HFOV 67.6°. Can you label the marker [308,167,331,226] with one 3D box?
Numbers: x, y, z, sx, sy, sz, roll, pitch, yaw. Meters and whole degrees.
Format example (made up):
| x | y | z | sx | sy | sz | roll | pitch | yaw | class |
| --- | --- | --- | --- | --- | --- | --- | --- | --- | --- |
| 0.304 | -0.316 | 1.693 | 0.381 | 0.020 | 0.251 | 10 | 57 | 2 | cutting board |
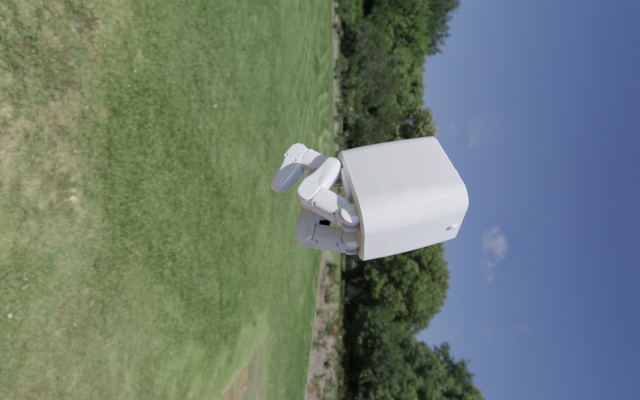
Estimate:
| x | y | z | sx | sy | sz | roll | pitch | yaw | class |
| --- | --- | --- | --- | --- | --- | --- | --- | --- | --- |
| 0.000 | 0.002 | 0.550 | 0.020 | 0.020 | 0.121 | 0 | -29 | 4 | marker |
